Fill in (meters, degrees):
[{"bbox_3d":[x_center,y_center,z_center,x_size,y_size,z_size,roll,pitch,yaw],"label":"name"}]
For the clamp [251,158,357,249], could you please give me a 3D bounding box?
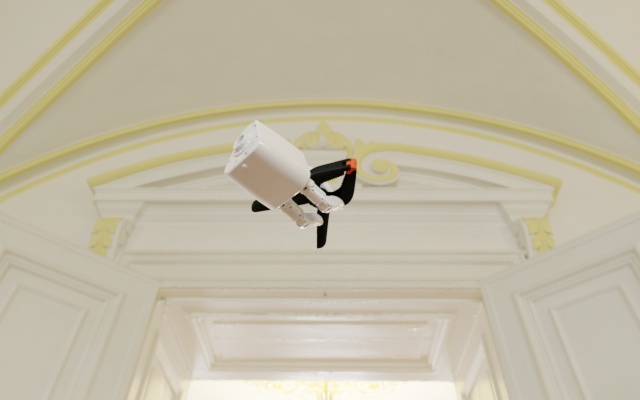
[{"bbox_3d":[0.000,0.002,0.859,0.165,0.036,0.210,37,-56,-26],"label":"clamp"}]
